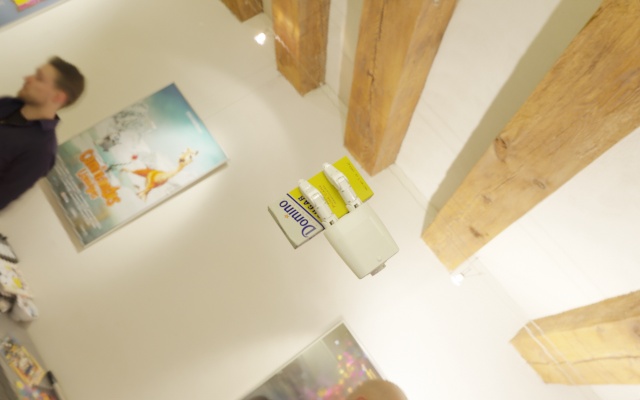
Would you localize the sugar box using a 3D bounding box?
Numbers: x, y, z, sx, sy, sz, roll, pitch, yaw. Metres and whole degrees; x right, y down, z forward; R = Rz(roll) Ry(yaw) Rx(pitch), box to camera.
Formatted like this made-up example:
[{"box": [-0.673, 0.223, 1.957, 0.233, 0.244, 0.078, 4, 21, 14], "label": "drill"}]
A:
[{"box": [0.000, 0.003, 0.879, 0.176, 0.093, 0.048, -34, -8, -14], "label": "sugar box"}]
